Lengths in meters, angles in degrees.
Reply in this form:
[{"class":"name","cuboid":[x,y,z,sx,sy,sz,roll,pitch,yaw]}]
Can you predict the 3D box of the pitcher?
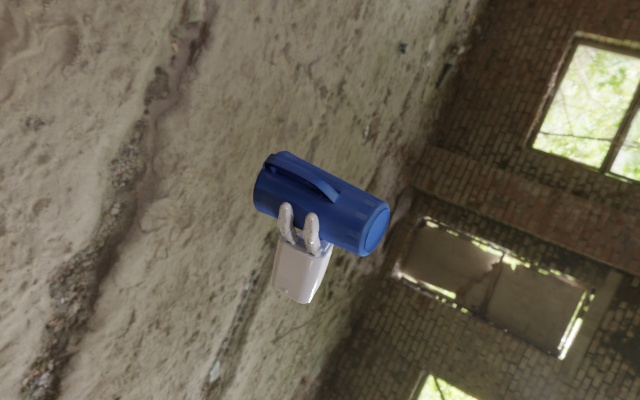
[{"class":"pitcher","cuboid":[0.000,0.003,0.893,0.243,0.145,0.149,25,23,25]}]
